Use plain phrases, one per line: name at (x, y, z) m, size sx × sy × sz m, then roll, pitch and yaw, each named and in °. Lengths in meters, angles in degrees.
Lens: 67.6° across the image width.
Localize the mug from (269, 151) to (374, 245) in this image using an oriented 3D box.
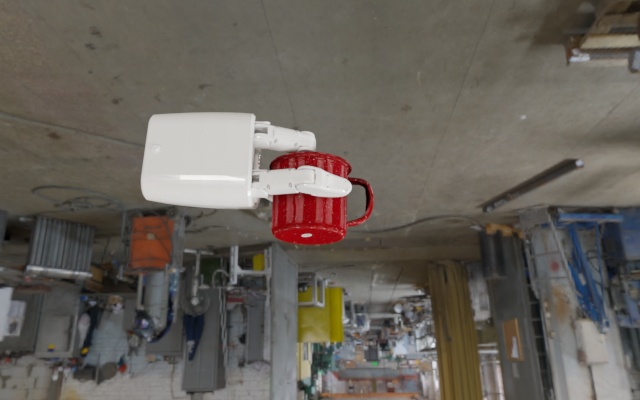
mug at (0.002, 0.002, 0.527) m, size 0.117 × 0.081 × 0.093 m, roll 1°, pitch -18°, yaw 0°
